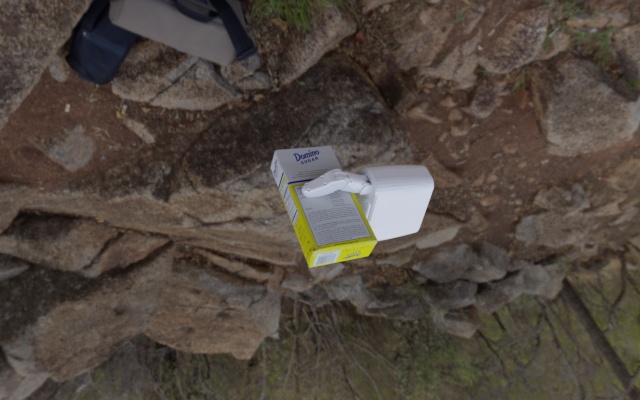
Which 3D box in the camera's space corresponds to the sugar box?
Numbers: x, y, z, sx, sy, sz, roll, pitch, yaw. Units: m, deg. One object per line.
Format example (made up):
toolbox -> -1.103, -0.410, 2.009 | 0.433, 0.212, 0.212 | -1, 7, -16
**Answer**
sugar box -> 0.000, 0.003, 0.669 | 0.093, 0.176, 0.048 | -7, -38, -24
